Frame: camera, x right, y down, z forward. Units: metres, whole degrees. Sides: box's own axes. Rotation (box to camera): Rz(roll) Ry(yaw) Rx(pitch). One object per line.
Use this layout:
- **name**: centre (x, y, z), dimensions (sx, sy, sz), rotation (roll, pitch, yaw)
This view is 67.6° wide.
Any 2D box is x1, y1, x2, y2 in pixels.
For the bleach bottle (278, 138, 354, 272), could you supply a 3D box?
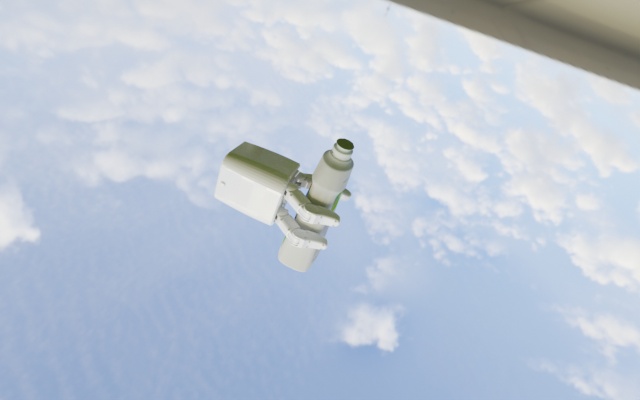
- **bleach bottle**: centre (0.000, 0.003, 0.780), dimensions (0.068, 0.251, 0.102), rotation (25, 39, 2)
